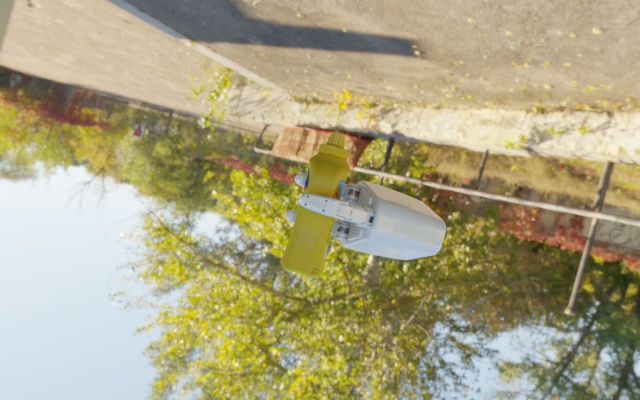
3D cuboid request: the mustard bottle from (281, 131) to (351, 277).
[{"bbox_3d":[0.000,0.002,0.639,0.058,0.191,0.096,16,0,7],"label":"mustard bottle"}]
